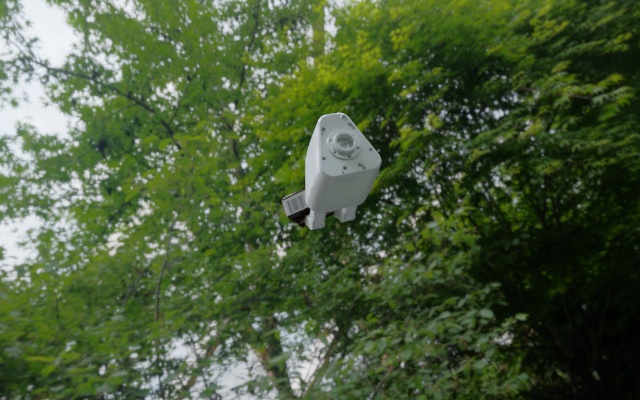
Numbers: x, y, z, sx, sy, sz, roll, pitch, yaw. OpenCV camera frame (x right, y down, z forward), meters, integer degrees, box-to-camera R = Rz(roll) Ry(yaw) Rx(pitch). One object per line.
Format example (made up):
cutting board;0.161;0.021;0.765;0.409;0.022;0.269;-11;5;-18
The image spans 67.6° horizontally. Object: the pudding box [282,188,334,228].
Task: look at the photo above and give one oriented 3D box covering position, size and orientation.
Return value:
pudding box;0.000;0.003;0.830;0.113;0.039;0.090;-22;-21;10
